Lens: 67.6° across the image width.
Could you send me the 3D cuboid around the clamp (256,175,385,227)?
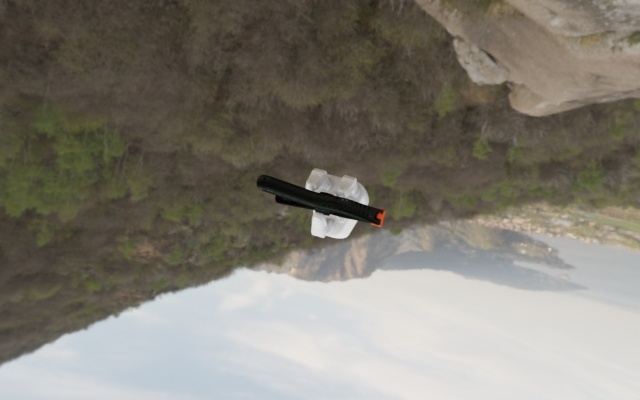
[{"bbox_3d":[0.000,0.004,0.788,0.210,0.036,0.164,13,-6,14],"label":"clamp"}]
